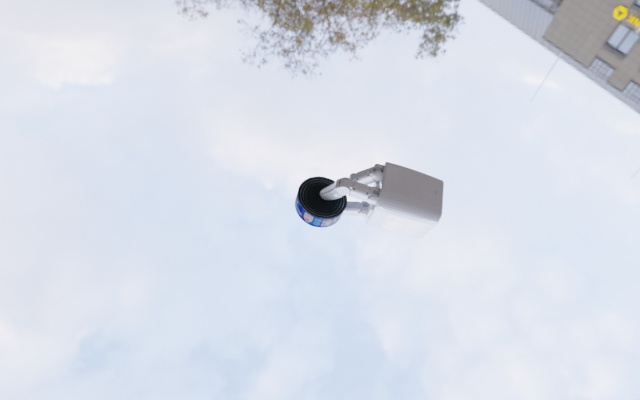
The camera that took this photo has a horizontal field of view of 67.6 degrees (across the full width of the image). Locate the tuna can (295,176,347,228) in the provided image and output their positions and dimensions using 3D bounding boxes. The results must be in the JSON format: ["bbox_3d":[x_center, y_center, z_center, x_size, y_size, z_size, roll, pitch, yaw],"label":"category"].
[{"bbox_3d":[0.000,0.003,0.811,0.086,0.086,0.034,0,-34,-16],"label":"tuna can"}]
